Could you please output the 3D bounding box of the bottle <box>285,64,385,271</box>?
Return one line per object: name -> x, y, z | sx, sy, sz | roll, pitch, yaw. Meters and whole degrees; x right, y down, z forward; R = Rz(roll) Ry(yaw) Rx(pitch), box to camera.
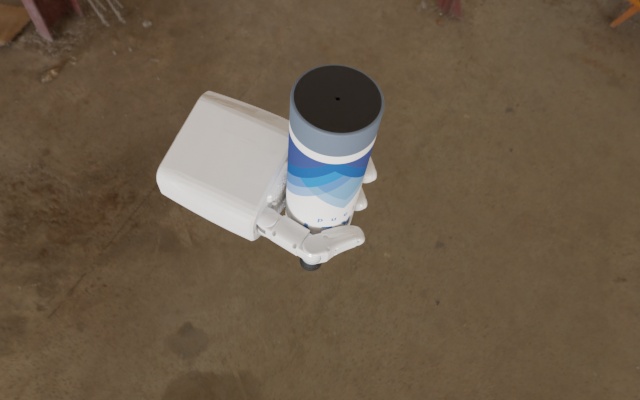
bottle -> 0.000, 0.001, 0.460 | 0.069, 0.069, 0.296 | 0, -30, -5
